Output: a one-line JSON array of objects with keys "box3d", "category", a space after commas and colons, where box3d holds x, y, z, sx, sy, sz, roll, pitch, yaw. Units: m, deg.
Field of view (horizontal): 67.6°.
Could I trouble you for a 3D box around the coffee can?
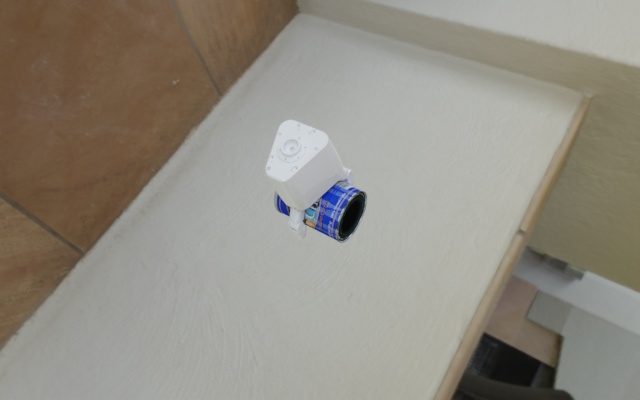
[{"box3d": [0.000, 0.003, 0.881, 0.140, 0.103, 0.103, 25, 11, 25], "category": "coffee can"}]
